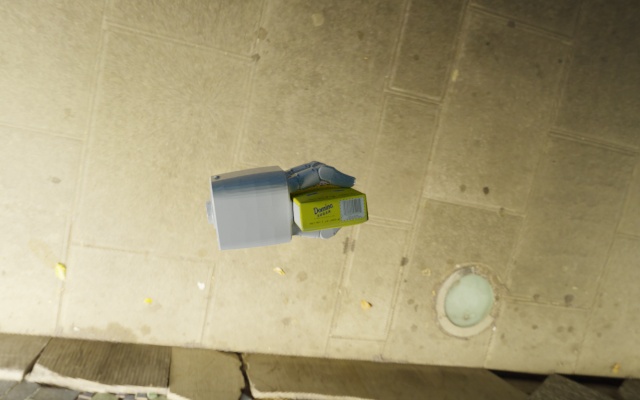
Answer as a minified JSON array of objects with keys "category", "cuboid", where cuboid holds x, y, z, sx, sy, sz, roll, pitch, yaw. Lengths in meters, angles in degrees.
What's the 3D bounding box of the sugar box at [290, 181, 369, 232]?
[{"category":"sugar box","cuboid":[0.000,0.002,0.707,0.093,0.048,0.176,-8,13,-12]}]
